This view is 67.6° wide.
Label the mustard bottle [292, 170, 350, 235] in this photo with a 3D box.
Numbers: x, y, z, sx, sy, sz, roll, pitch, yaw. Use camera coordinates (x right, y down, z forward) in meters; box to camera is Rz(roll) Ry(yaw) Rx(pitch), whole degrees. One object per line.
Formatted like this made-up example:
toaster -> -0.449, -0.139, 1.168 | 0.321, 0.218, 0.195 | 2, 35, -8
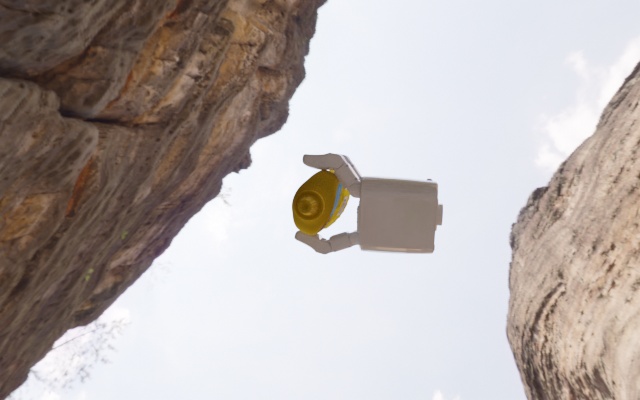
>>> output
mustard bottle -> 0.000, 0.002, 0.703 | 0.058, 0.096, 0.191 | 26, 9, 9
